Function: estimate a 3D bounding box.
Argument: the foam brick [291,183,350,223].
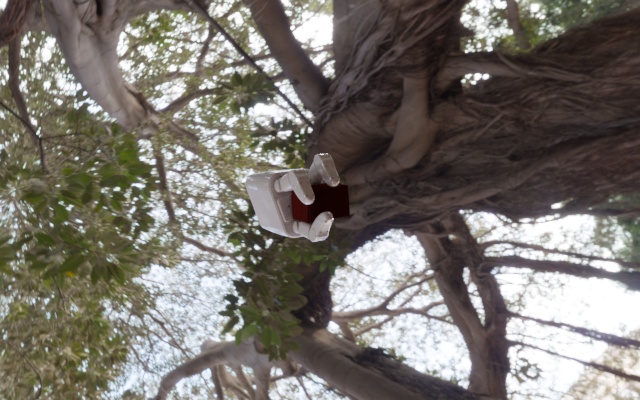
[{"bbox_3d":[0.000,0.003,0.759,0.078,0.053,0.051,-8,11,-32],"label":"foam brick"}]
